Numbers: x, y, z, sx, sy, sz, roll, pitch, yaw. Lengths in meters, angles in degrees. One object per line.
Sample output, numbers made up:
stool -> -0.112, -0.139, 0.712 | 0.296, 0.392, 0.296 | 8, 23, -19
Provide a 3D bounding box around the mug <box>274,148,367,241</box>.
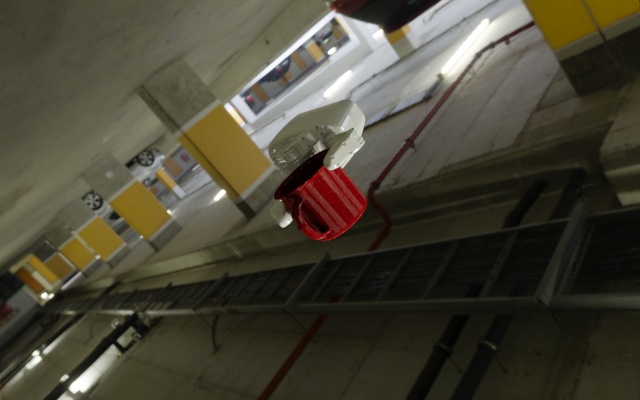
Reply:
mug -> 0.000, 0.003, 0.583 | 0.093, 0.081, 0.117 | -30, 19, 32
